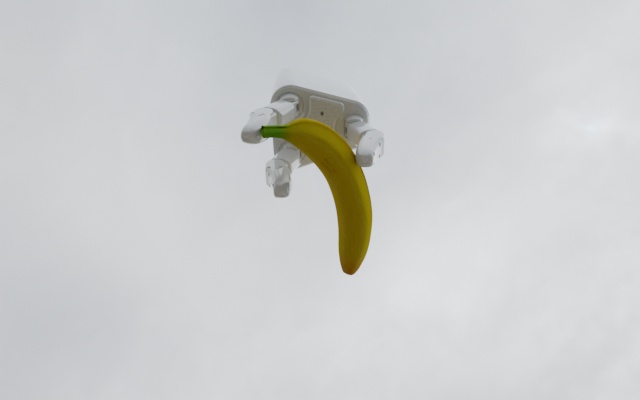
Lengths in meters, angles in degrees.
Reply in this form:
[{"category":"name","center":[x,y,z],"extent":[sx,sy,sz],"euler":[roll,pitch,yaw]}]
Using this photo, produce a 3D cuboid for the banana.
[{"category":"banana","center":[0.015,-0.009,0.485],"extent":[0.069,0.198,0.037],"euler":[-27,28,5]}]
